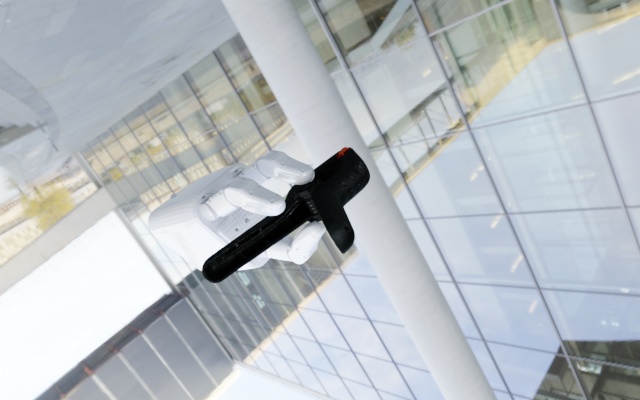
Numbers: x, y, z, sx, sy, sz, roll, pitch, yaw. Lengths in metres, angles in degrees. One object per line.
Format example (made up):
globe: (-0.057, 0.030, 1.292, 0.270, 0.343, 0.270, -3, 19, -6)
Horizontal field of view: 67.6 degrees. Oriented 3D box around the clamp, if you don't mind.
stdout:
clamp: (0.001, 0.002, 0.460, 0.164, 0.036, 0.210, -13, 23, 42)
